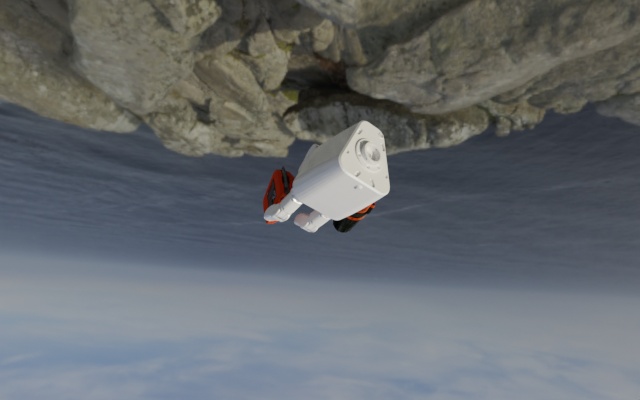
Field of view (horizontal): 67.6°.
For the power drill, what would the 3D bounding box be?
[{"bbox_3d":[0.000,0.003,0.822,0.187,0.057,0.184,-1,-33,-20],"label":"power drill"}]
